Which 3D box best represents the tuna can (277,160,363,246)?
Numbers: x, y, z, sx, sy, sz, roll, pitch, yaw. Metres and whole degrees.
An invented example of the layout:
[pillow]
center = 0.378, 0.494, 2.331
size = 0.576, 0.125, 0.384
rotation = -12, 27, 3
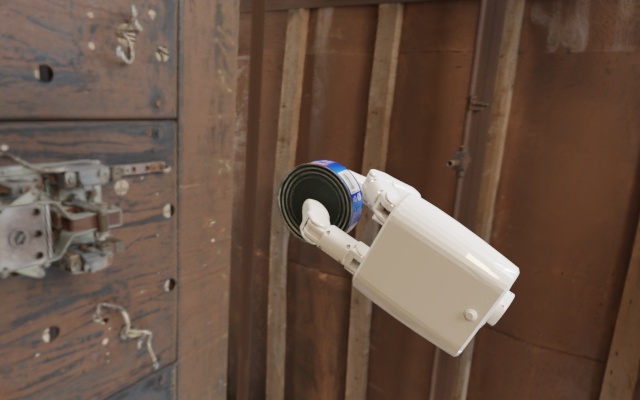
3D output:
[tuna can]
center = 0.000, 0.001, 0.496
size = 0.086, 0.086, 0.033
rotation = 0, 12, 28
